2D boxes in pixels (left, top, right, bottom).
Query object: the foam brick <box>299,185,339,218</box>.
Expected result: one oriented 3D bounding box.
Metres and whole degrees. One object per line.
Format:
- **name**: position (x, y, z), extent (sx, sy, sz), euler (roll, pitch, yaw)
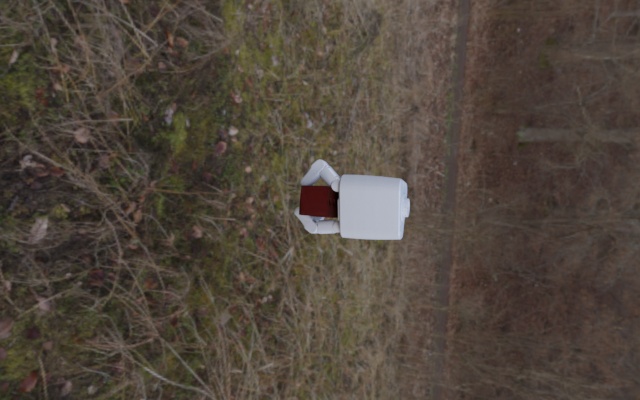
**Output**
- **foam brick**: position (0.000, 0.003, 0.847), extent (0.051, 0.053, 0.078), euler (3, -3, 18)
